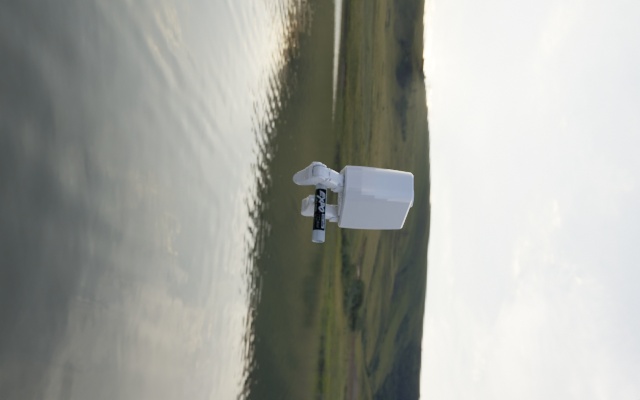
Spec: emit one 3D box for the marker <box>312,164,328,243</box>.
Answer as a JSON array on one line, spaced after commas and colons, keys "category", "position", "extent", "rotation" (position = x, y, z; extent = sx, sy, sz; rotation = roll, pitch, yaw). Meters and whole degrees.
[{"category": "marker", "position": [0.000, 0.002, 0.718], "extent": [0.020, 0.121, 0.020], "rotation": [3, -17, 1]}]
